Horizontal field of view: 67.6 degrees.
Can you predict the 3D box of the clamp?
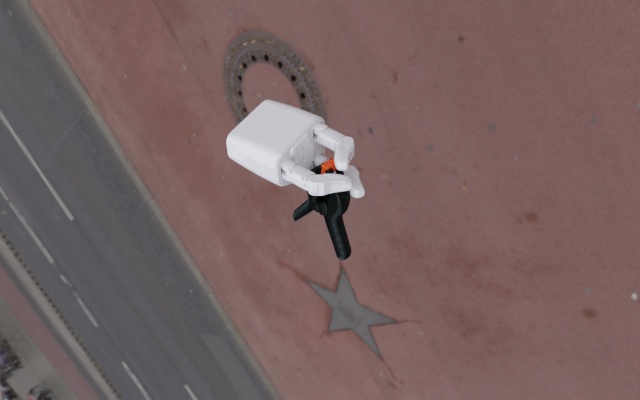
[{"bbox_3d":[0.000,0.003,0.717,0.120,0.172,0.039,27,45,30],"label":"clamp"}]
